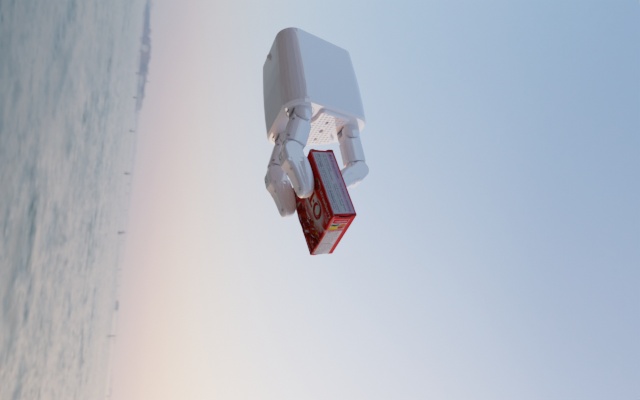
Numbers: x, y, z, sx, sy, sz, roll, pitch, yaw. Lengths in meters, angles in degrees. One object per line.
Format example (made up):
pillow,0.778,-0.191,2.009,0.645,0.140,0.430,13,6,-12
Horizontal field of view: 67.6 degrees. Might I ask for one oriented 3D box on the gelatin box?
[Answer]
gelatin box,0.001,0.002,0.504,0.030,0.089,0.073,-2,-36,-25
